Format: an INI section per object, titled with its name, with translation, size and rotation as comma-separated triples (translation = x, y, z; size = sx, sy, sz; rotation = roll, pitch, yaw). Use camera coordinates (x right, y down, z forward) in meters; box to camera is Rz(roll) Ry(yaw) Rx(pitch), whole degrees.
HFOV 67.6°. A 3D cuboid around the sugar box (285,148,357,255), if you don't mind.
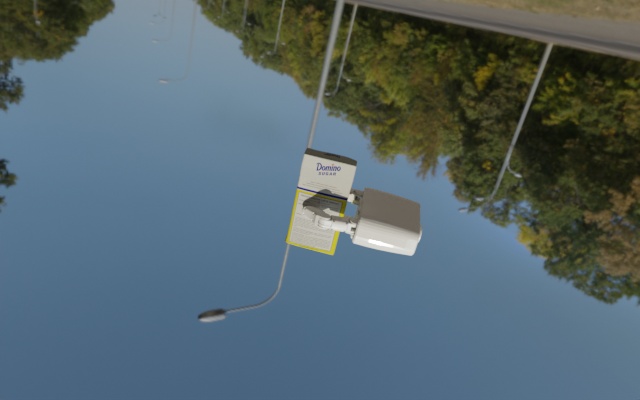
[sugar box]
translation = 0.000, 0.003, 0.846
size = 0.093, 0.176, 0.048
rotation = 14, 21, 1
